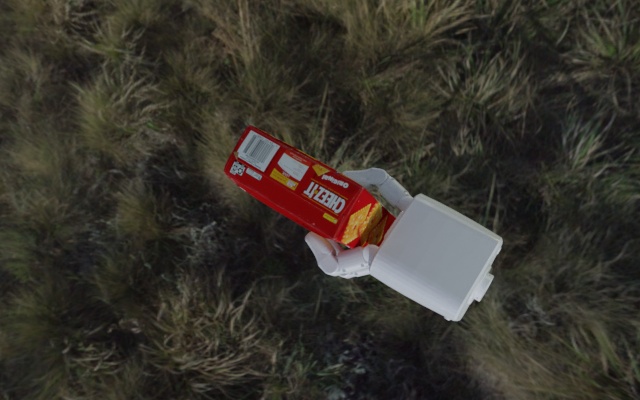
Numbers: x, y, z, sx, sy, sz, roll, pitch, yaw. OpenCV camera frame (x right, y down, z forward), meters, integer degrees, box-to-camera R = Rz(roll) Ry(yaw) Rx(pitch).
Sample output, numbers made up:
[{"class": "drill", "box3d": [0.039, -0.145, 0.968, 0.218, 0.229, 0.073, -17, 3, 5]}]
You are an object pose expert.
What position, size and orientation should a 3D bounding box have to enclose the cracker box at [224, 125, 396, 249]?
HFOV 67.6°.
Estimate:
[{"class": "cracker box", "box3d": [0.000, 0.002, 0.605, 0.164, 0.072, 0.214, 30, -2, 24]}]
